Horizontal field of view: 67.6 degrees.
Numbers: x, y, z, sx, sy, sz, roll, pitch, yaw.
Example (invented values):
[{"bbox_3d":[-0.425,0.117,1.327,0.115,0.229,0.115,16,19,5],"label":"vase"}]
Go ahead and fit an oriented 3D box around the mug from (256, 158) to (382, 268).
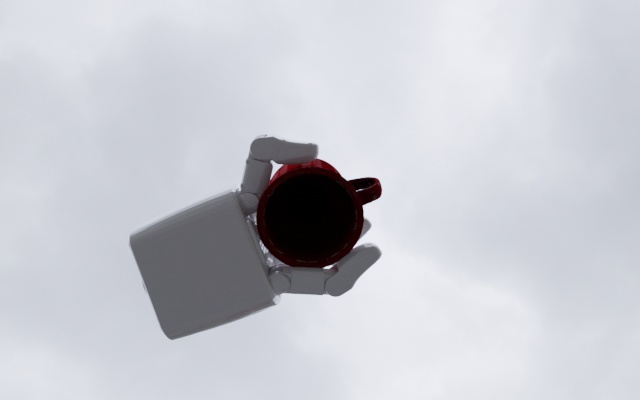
[{"bbox_3d":[0.001,0.001,0.447,0.117,0.093,0.081,-20,16,2],"label":"mug"}]
